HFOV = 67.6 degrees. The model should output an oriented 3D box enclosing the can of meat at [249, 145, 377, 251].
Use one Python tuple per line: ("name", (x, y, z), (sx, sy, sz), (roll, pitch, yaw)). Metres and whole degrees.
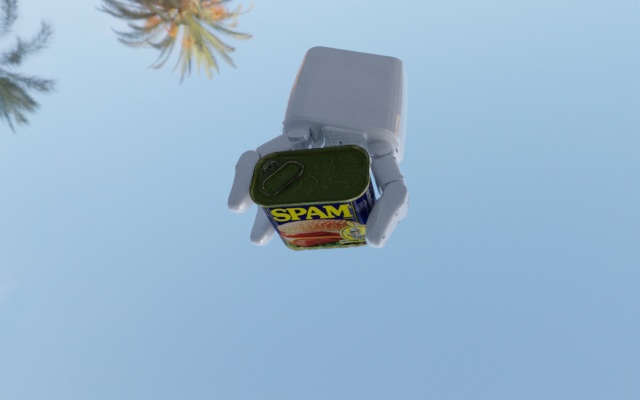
("can of meat", (0.000, 0.002, 0.427), (0.102, 0.057, 0.084), (-4, -35, 14))
